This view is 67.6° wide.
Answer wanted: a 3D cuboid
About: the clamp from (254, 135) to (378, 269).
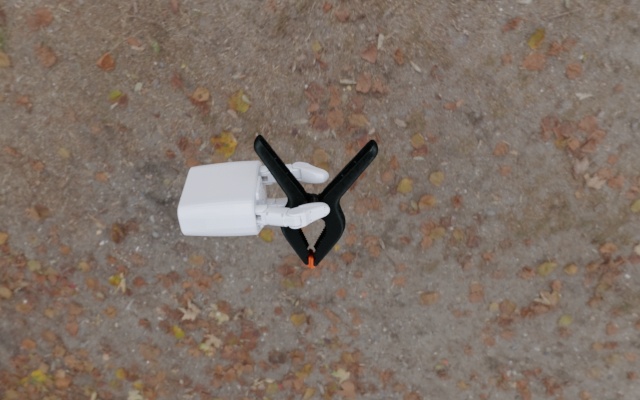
[{"bbox_3d":[0.000,0.003,0.673,0.164,0.210,0.036,-3,29,3],"label":"clamp"}]
